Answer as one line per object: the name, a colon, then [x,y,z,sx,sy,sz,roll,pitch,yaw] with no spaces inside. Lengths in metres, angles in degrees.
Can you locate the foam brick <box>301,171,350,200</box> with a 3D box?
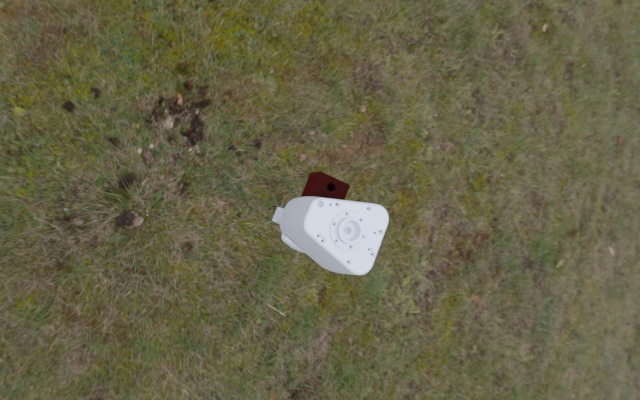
foam brick: [0.000,0.002,0.706,0.053,0.078,0.051,24,-10,-16]
